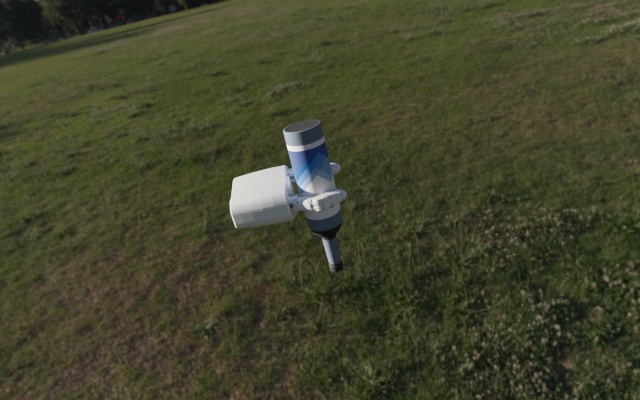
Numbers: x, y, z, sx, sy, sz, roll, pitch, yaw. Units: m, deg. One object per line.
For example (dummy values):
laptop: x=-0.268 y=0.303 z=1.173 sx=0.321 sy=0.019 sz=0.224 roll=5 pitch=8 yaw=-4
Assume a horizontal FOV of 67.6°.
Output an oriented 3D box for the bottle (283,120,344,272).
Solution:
bottle: x=0.000 y=0.003 z=0.877 sx=0.069 sy=0.296 sz=0.069 roll=-11 pitch=24 yaw=5
